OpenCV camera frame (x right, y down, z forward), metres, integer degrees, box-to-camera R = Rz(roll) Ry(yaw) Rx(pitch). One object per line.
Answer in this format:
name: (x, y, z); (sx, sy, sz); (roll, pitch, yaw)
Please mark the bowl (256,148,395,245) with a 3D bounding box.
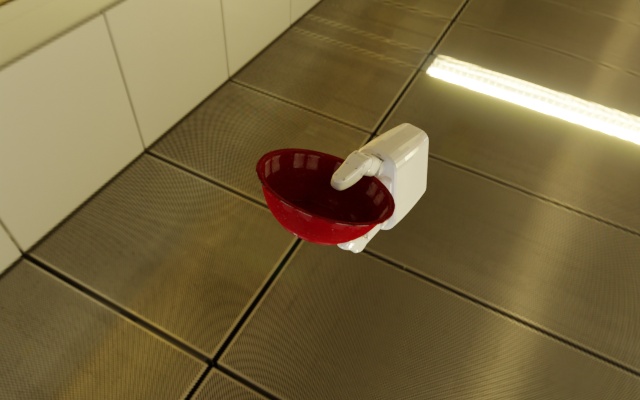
bowl: (-0.001, 0.002, 0.544); (0.162, 0.055, 0.162); (15, 28, -8)
